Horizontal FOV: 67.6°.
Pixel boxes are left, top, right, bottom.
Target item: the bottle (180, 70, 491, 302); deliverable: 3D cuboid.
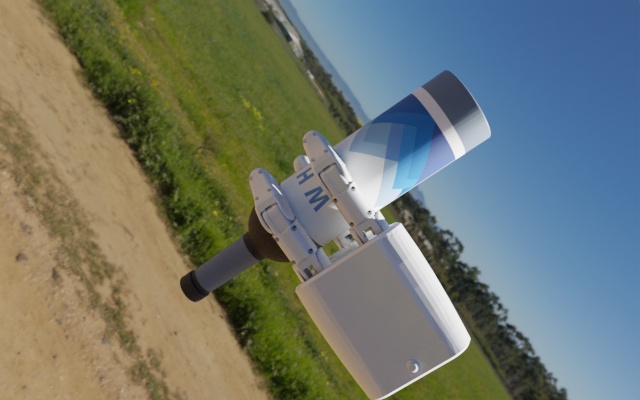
[{"bbox_3d":[0.000,0.001,0.416,0.296,0.069,0.069,-34,-6,9],"label":"bottle"}]
